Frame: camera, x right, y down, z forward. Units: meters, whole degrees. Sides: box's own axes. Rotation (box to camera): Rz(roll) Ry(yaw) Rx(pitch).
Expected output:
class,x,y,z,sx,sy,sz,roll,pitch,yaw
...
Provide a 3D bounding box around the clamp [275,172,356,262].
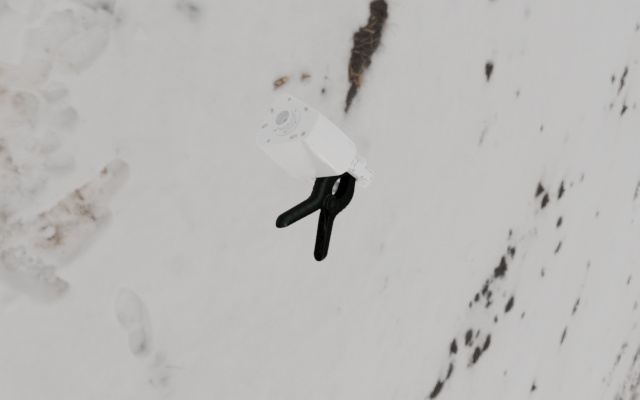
class,x,y,z,sx,sy,sz,roll,pitch,yaw
clamp,0.001,0.003,0.764,0.039,0.171,0.120,15,-14,42
